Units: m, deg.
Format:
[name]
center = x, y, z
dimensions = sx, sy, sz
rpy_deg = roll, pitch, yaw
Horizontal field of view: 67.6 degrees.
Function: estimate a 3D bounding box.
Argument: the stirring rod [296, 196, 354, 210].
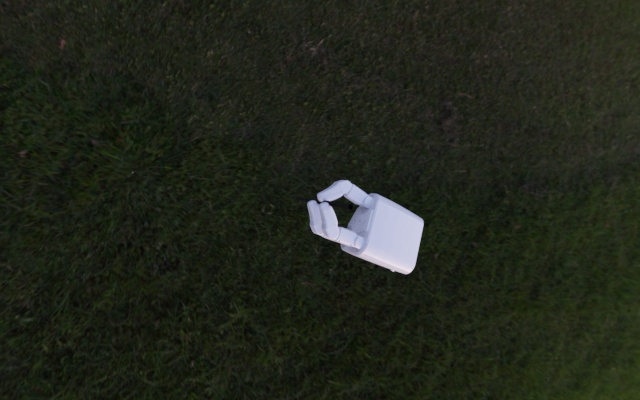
[stirring rod]
center = 0.000, 0.003, 0.799
dimensions = 0.011, 0.011, 0.239
rpy_deg = 0, 3, -21
